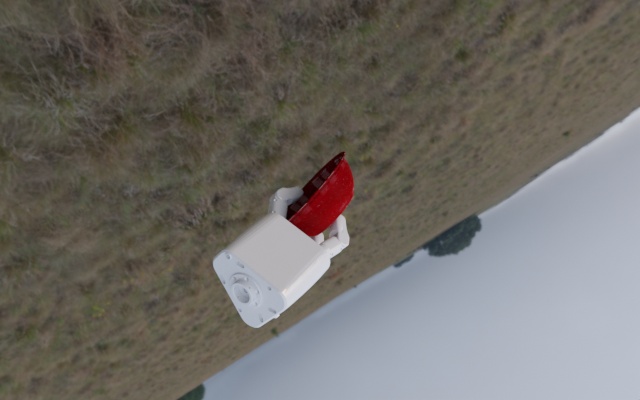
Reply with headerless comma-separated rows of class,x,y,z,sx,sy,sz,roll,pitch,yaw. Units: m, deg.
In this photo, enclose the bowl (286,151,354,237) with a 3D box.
bowl,0.001,0.002,0.726,0.055,0.162,0.162,42,-8,-9
